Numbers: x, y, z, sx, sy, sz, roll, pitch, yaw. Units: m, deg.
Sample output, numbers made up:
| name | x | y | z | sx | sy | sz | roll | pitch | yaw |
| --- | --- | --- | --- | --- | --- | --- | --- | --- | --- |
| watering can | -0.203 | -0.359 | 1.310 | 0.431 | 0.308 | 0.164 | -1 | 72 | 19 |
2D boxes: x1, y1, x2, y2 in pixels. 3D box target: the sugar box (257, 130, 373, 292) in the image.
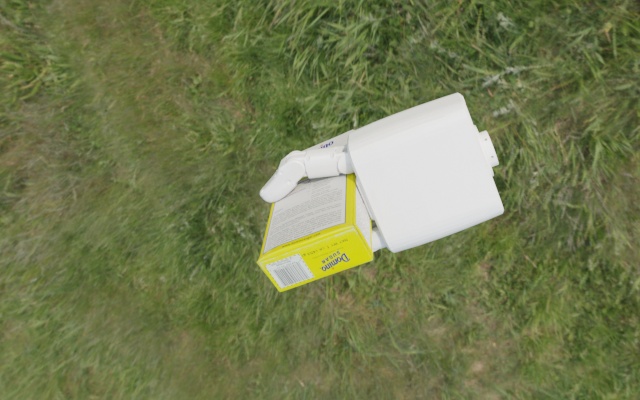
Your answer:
| name | x | y | z | sx | sy | sz | roll | pitch | yaw |
| --- | --- | --- | --- | --- | --- | --- | --- | --- | --- |
| sugar box | 0.000 | 0.002 | 0.464 | 0.093 | 0.048 | 0.176 | -21 | 28 | 18 |
